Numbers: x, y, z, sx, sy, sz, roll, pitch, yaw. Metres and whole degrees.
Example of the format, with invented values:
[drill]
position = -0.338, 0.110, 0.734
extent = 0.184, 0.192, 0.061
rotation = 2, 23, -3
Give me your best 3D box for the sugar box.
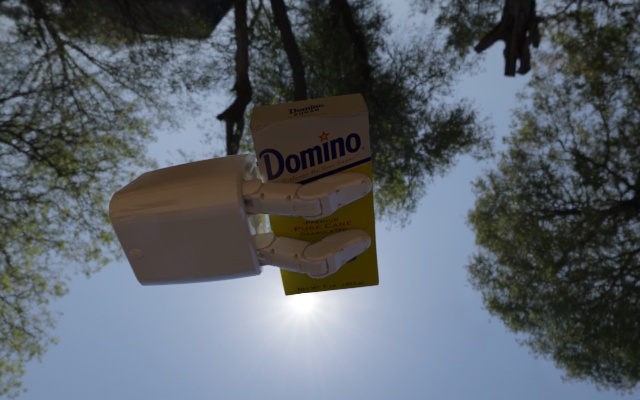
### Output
[sugar box]
position = 0.000, 0.002, 0.417
extent = 0.093, 0.176, 0.048
rotation = -8, 34, 1
